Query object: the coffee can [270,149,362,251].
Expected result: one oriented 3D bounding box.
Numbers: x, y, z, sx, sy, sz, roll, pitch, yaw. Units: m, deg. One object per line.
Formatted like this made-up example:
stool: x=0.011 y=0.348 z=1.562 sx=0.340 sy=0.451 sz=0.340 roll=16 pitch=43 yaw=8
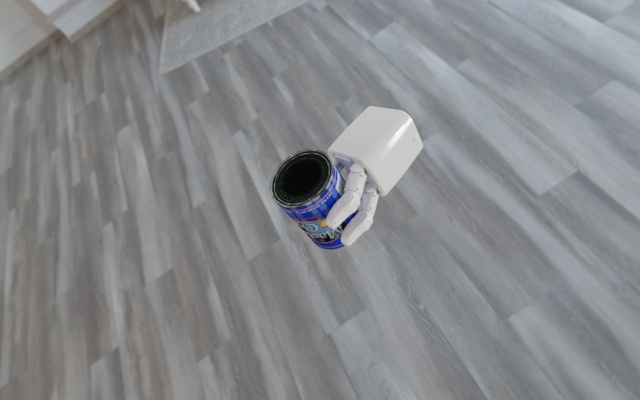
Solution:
coffee can: x=0.000 y=0.003 z=0.740 sx=0.103 sy=0.102 sz=0.140 roll=0 pitch=-31 yaw=29
